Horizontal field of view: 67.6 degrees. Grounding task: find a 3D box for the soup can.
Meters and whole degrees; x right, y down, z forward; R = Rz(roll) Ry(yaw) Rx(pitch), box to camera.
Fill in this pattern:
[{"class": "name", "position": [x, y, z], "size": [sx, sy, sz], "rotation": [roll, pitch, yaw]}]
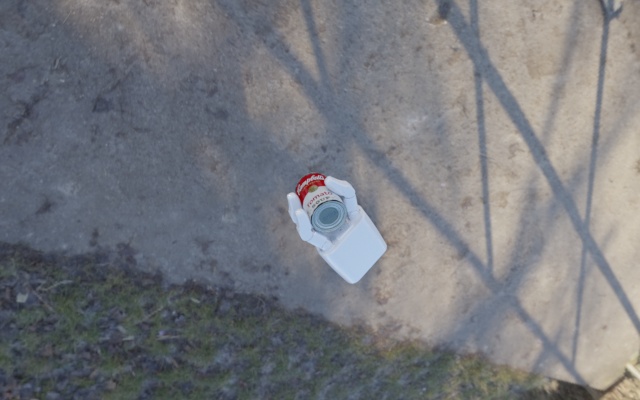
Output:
[{"class": "soup can", "position": [0.000, 0.003, 0.855], "size": [0.068, 0.068, 0.102], "rotation": [0, 31, -21]}]
